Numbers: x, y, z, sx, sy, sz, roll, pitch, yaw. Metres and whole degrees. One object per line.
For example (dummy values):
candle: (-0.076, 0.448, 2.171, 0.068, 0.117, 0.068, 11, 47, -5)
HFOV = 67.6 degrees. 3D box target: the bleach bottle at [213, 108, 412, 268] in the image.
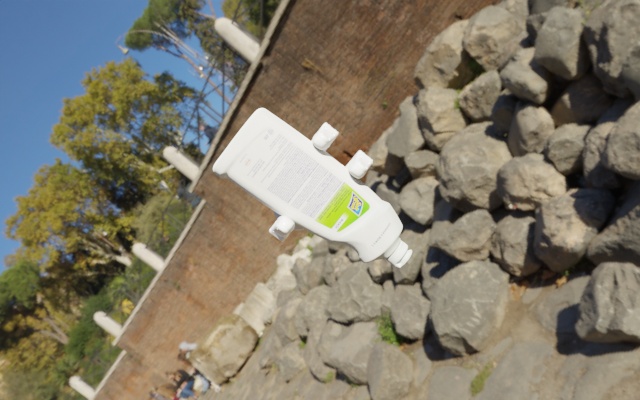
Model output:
bleach bottle: (0.000, 0.002, 0.581, 0.251, 0.102, 0.068, 38, 5, -3)
